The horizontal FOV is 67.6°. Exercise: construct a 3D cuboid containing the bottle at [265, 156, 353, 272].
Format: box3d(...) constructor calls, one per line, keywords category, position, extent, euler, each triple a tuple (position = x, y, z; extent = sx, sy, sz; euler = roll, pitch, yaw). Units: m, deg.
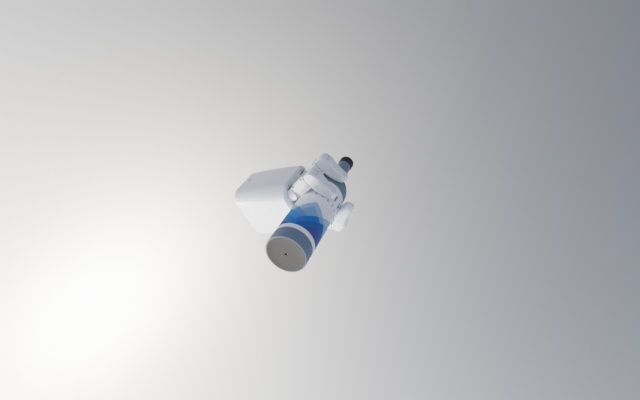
box3d(category="bottle", position=(0.000, 0.003, 0.808), extent=(0.069, 0.069, 0.295), euler=(0, 31, 24))
